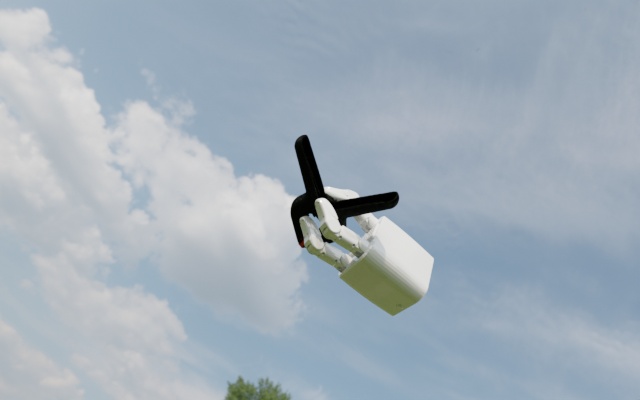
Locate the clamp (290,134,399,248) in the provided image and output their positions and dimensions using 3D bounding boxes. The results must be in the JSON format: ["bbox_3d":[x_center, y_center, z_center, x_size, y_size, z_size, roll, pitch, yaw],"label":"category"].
[{"bbox_3d":[0.000,0.002,0.723,0.210,0.164,0.036,-49,4,48],"label":"clamp"}]
